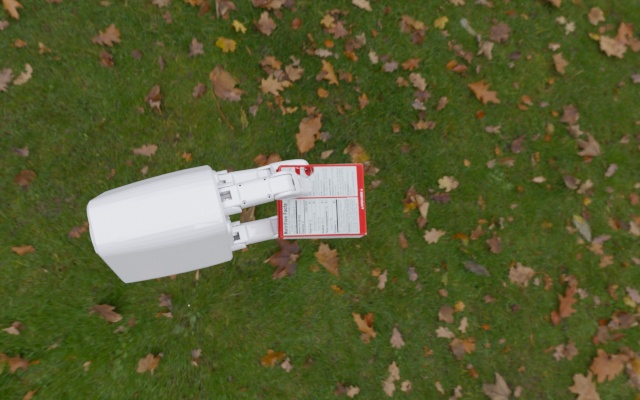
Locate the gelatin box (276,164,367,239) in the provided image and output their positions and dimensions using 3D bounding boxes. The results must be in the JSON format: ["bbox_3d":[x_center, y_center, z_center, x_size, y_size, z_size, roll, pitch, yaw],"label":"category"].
[{"bbox_3d":[0.000,0.001,0.484,0.089,0.073,0.030,-2,-9,-7],"label":"gelatin box"}]
